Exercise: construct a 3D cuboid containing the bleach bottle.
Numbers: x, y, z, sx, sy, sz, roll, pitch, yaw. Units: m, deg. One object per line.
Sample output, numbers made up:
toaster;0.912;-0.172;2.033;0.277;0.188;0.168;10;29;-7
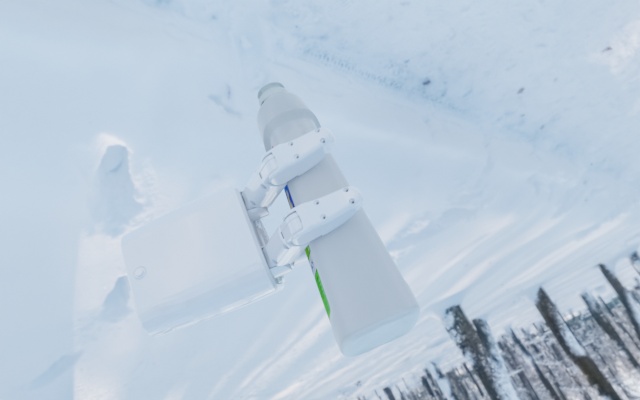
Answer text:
bleach bottle;0.000;0.001;0.418;0.068;0.250;0.103;-22;-26;-6
